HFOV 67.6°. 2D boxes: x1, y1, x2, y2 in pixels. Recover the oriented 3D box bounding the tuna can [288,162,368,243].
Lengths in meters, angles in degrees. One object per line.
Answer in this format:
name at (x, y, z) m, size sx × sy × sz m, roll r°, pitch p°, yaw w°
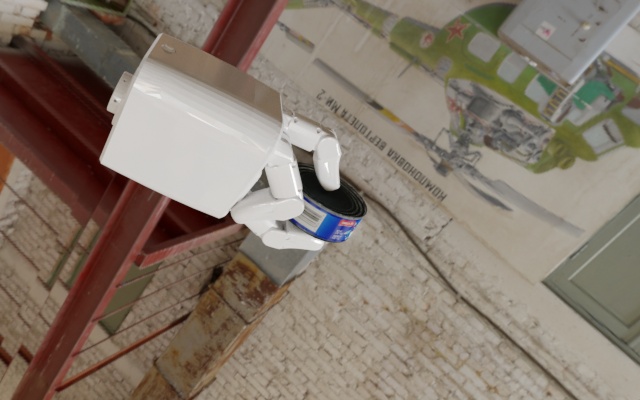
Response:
tuna can at (0.000, 0.002, 0.459) m, size 0.086 × 0.034 × 0.086 m, roll 27°, pitch 24°, yaw -13°
